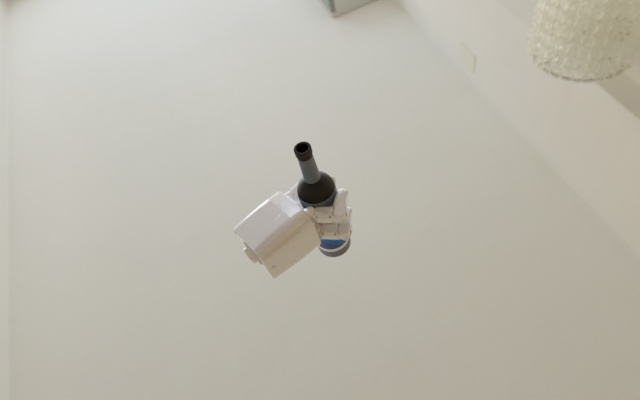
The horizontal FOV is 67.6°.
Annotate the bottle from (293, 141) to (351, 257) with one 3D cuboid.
[{"bbox_3d":[0.000,0.003,0.833,0.069,0.069,0.296,0,-34,13],"label":"bottle"}]
